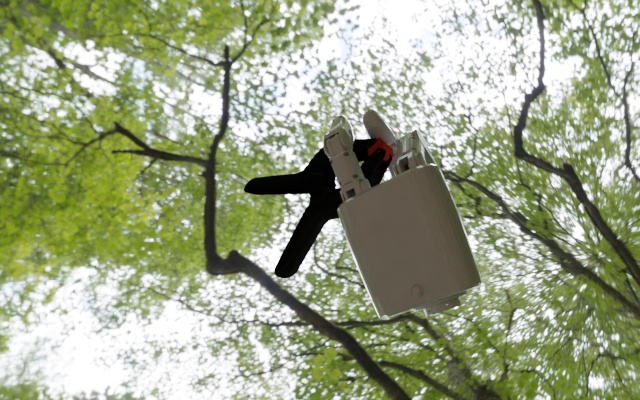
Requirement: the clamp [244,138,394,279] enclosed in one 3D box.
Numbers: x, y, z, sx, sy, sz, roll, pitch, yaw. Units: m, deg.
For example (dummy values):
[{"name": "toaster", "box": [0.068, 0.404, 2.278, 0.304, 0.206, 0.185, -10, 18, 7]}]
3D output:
[{"name": "clamp", "box": [0.000, 0.002, 0.486, 0.171, 0.120, 0.039, -27, -19, 25]}]
